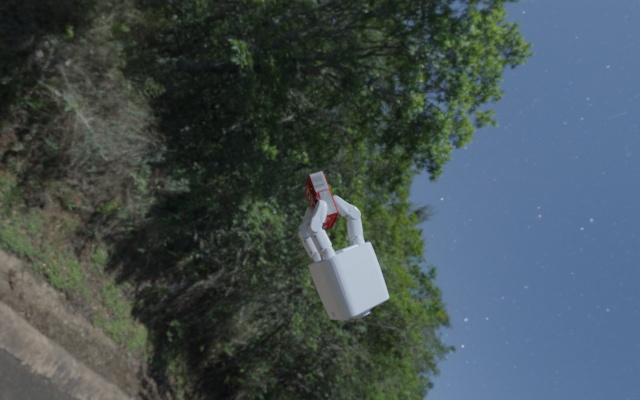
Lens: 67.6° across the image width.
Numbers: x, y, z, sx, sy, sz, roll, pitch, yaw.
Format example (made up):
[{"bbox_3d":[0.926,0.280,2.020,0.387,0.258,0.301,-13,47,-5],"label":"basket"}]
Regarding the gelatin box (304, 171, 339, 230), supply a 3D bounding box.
[{"bbox_3d":[0.000,0.002,0.868,0.030,0.089,0.073,-16,-20,-15],"label":"gelatin box"}]
